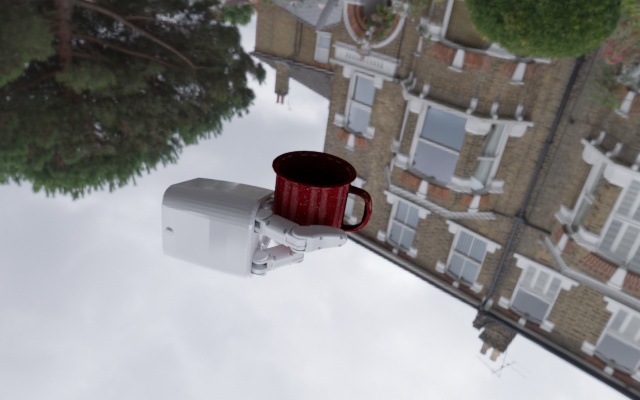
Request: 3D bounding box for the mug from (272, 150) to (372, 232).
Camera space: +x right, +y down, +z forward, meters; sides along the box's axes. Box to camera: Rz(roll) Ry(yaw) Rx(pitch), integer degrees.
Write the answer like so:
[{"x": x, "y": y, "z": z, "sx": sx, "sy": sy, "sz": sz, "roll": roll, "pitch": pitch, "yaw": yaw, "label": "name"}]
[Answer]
[{"x": 0.001, "y": 0.002, "z": 0.536, "sx": 0.117, "sy": 0.081, "sz": 0.093, "roll": 13, "pitch": 29, "yaw": 9, "label": "mug"}]
